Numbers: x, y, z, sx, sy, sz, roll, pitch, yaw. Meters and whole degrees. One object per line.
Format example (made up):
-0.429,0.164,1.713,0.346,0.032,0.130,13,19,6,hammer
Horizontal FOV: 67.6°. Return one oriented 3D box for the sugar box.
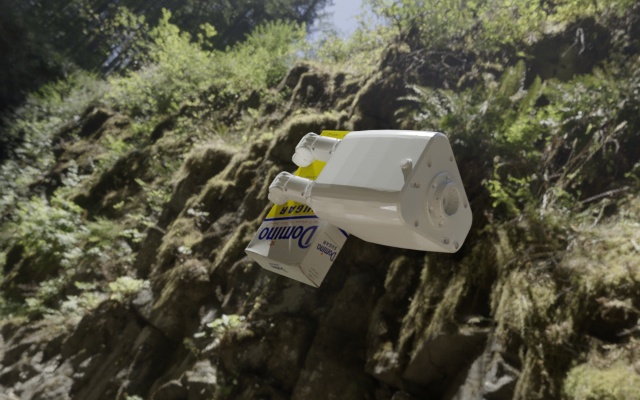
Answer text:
0.000,0.001,0.527,0.093,0.176,0.048,9,-32,45,sugar box
